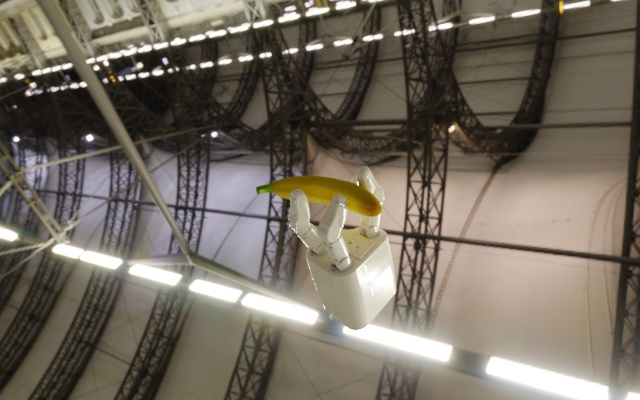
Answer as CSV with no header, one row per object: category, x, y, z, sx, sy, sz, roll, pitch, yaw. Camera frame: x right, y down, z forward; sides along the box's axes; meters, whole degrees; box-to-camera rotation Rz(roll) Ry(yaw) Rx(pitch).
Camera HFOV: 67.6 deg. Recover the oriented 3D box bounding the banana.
banana,0.007,-0.007,0.660,0.198,0.037,0.069,8,31,33
